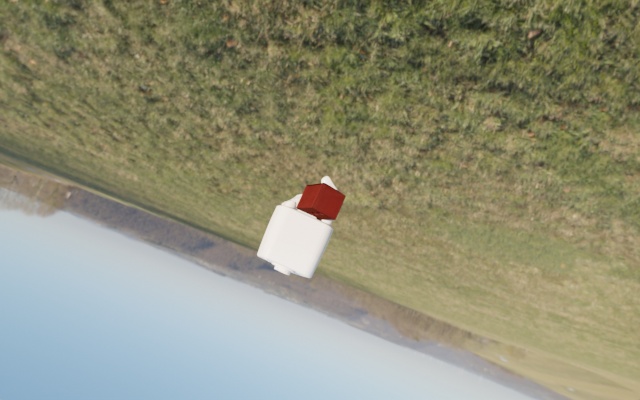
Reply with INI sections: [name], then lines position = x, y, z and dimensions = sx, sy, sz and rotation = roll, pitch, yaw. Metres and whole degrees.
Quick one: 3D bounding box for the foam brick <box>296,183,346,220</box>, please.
[foam brick]
position = 0.000, 0.003, 0.885
dimensions = 0.053, 0.051, 0.078
rotation = 30, -14, -21
